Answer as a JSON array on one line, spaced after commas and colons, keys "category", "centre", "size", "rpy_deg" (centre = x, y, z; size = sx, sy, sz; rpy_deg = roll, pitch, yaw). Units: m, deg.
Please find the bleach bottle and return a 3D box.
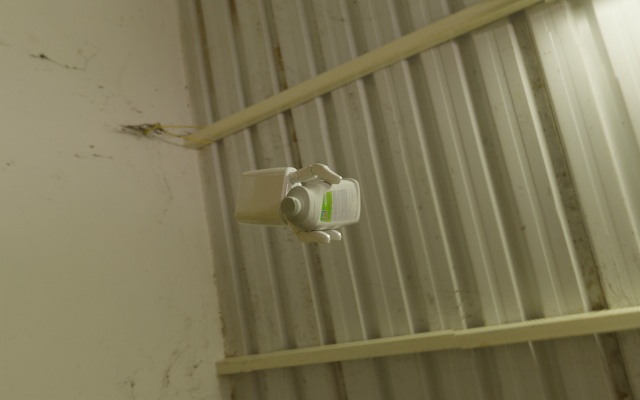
[{"category": "bleach bottle", "centre": [0.000, 0.003, 0.882], "size": [0.068, 0.102, 0.251], "rpy_deg": [-3, -3, 25]}]
